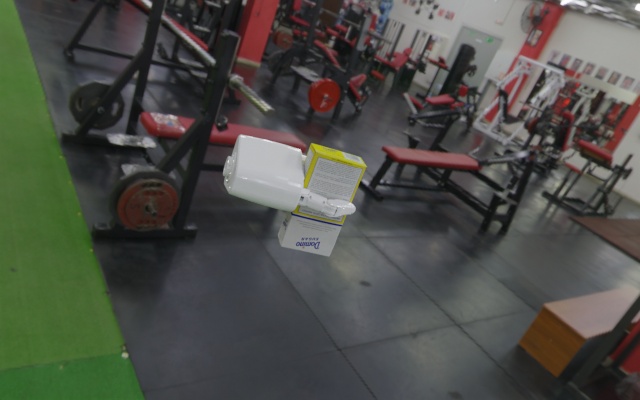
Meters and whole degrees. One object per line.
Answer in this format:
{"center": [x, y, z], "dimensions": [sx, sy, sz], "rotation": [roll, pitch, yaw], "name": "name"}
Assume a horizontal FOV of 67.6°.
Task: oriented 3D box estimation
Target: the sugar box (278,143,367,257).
{"center": [0.000, 0.002, 0.792], "dimensions": [0.093, 0.176, 0.048], "rotation": [15, 24, -19], "name": "sugar box"}
